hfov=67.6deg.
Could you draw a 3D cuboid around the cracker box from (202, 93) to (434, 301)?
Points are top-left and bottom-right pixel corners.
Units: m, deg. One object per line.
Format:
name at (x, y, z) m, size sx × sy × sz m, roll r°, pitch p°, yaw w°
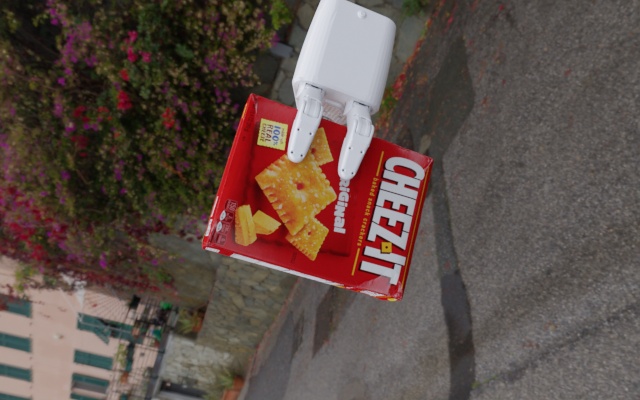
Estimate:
cracker box at (0.000, 0.002, 0.515) m, size 0.214 × 0.164 × 0.072 m, roll 18°, pitch -12°, yaw -12°
